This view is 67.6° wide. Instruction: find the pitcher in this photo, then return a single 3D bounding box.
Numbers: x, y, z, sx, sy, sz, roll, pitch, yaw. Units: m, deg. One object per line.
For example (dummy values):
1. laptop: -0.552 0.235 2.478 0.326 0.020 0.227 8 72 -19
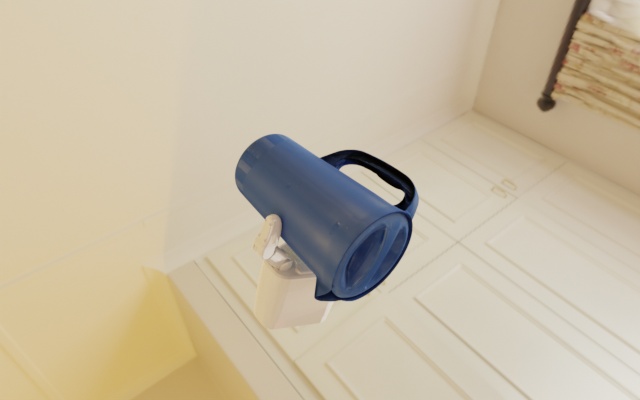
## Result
1. pitcher: 0.000 0.002 0.635 0.149 0.145 0.242 -14 42 -40
